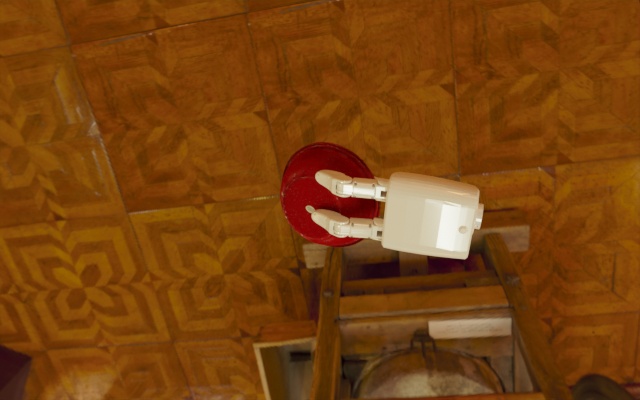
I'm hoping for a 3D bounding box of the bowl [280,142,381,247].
[{"bbox_3d":[-0.001,0.002,0.674,0.162,0.162,0.055,0,19,30],"label":"bowl"}]
